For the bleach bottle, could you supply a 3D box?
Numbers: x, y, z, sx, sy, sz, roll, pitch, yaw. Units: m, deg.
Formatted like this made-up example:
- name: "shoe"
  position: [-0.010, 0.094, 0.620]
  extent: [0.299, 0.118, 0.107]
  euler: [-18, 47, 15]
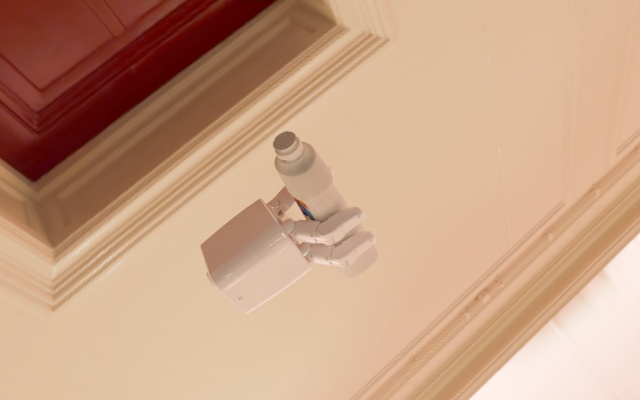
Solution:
- name: "bleach bottle"
  position: [0.000, 0.002, 0.618]
  extent: [0.102, 0.068, 0.251]
  euler: [49, -7, 42]
